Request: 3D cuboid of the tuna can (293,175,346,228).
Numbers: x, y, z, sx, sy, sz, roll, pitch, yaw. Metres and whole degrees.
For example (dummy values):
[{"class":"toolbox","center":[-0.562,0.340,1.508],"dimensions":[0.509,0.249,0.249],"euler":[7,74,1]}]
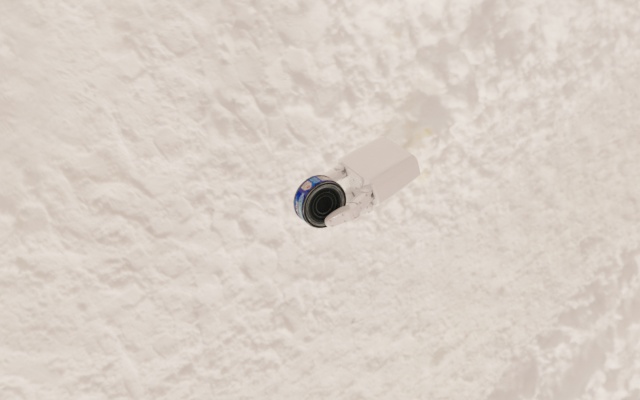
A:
[{"class":"tuna can","center":[0.000,0.003,0.796],"dimensions":[0.086,0.086,0.033],"euler":[0,20,-31]}]
